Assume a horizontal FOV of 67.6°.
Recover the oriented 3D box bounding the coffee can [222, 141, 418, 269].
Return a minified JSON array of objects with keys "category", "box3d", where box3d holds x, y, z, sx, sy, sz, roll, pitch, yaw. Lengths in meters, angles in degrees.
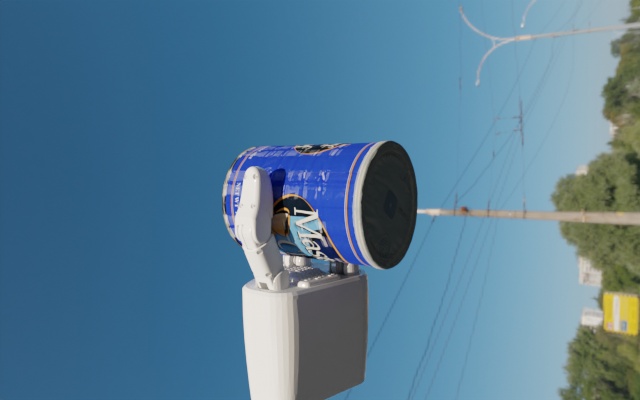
[{"category":"coffee can","box3d":[0.000,0.001,0.419,0.140,0.103,0.103,2,1,34]}]
